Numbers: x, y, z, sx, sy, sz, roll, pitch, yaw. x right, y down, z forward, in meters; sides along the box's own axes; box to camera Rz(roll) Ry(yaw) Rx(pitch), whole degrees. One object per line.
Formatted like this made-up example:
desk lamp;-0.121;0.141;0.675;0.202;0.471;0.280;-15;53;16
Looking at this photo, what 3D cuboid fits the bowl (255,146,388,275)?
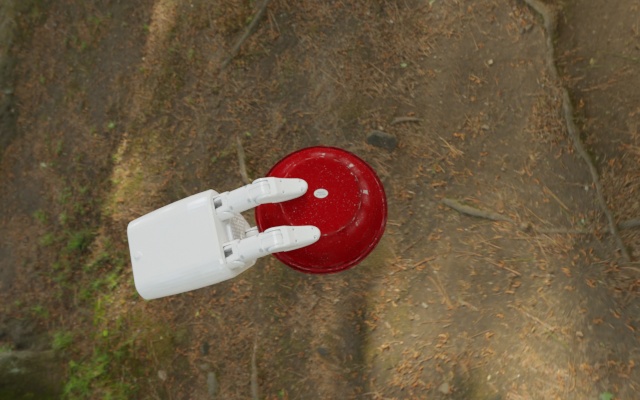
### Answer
bowl;0.001;0.001;0.552;0.162;0.162;0.055;0;-16;1
